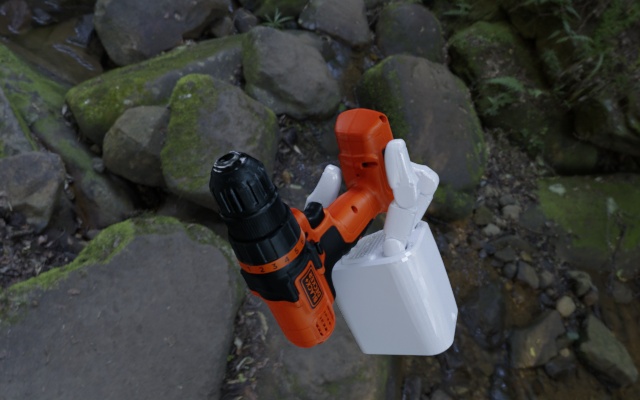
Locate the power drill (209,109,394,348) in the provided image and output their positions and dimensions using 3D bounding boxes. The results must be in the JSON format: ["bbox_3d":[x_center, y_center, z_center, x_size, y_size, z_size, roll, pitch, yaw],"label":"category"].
[{"bbox_3d":[0.000,0.001,0.402,0.057,0.185,0.187,10,45,35],"label":"power drill"}]
